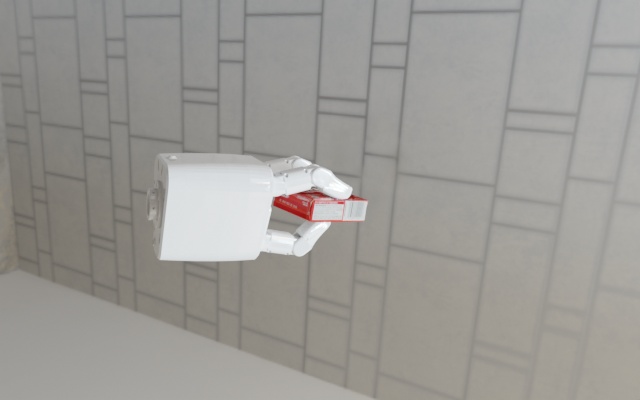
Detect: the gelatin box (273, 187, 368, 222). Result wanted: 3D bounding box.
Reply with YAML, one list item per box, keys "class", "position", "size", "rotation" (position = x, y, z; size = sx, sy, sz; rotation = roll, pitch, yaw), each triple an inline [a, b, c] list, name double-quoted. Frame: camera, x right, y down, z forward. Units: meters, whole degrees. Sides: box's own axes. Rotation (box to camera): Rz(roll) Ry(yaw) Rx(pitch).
- class: "gelatin box"
  position: [0.000, 0.002, 0.572]
  size: [0.089, 0.030, 0.073]
  rotation: [2, 13, -40]
